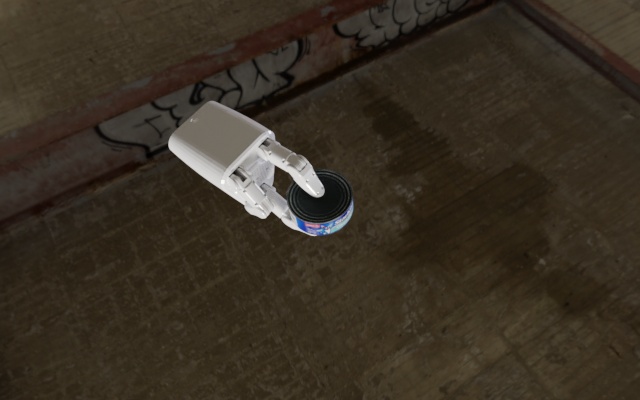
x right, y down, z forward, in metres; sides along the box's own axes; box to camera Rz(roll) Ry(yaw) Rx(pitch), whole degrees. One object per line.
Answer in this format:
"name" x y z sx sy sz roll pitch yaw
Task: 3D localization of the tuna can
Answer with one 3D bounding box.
"tuna can" 0.000 0.002 0.621 0.086 0.086 0.034 0 -35 6
